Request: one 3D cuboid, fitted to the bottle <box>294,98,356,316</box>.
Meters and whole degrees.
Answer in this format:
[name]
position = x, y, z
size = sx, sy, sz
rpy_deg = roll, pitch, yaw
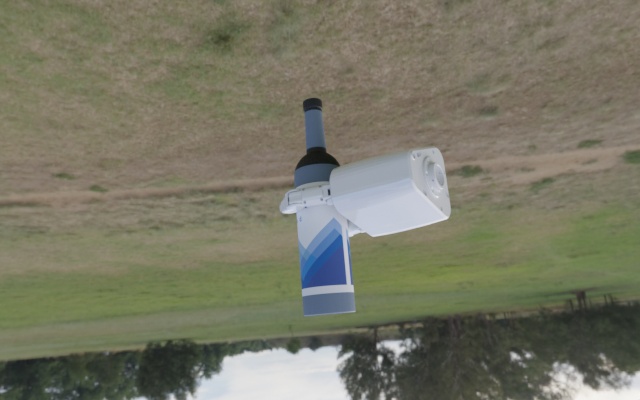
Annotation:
[bottle]
position = 0.000, 0.002, 0.642
size = 0.069, 0.295, 0.069
rpy_deg = -4, -14, -1
